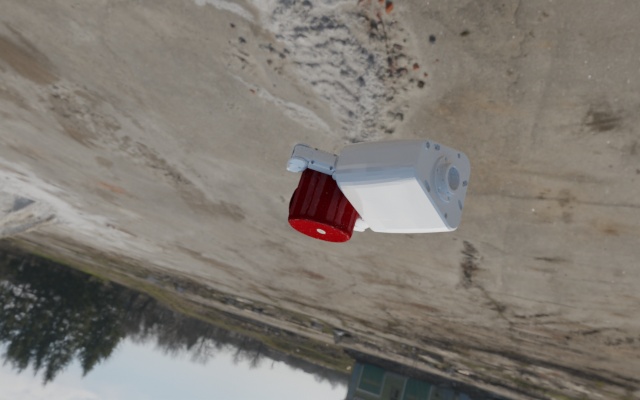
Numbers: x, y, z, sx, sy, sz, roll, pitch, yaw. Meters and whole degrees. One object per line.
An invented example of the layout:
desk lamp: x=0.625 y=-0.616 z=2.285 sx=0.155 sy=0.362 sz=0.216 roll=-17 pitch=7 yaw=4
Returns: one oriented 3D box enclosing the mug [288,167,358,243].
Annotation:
mug: x=-0.001 y=0.002 z=0.602 sx=0.117 sy=0.081 sz=0.093 roll=-3 pitch=-27 yaw=46
